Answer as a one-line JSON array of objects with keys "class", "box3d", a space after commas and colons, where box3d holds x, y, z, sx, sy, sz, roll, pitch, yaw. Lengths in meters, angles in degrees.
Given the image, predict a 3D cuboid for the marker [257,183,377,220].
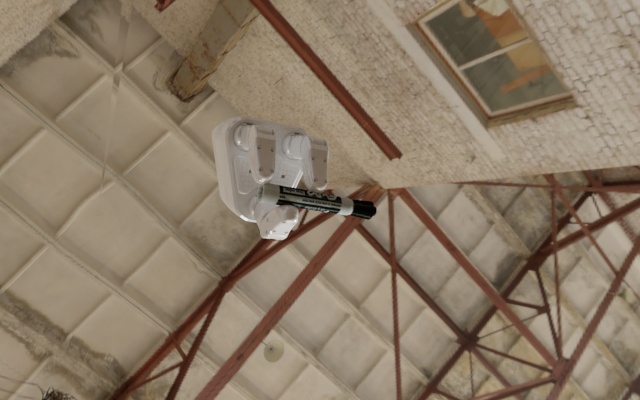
[{"class": "marker", "box3d": [0.000, 0.002, 0.456, 0.121, 0.020, 0.020, 10, -4, -24]}]
